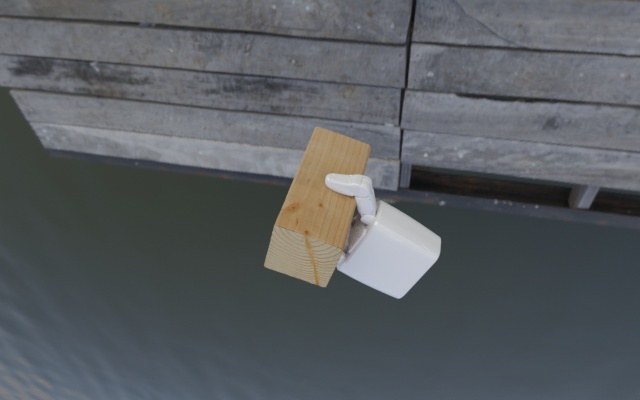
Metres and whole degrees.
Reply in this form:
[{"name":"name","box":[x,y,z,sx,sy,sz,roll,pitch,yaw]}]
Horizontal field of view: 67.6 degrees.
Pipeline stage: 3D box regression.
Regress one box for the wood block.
[{"name":"wood block","box":[0.001,0.002,0.669,0.090,0.206,0.091,20,-44,-1]}]
